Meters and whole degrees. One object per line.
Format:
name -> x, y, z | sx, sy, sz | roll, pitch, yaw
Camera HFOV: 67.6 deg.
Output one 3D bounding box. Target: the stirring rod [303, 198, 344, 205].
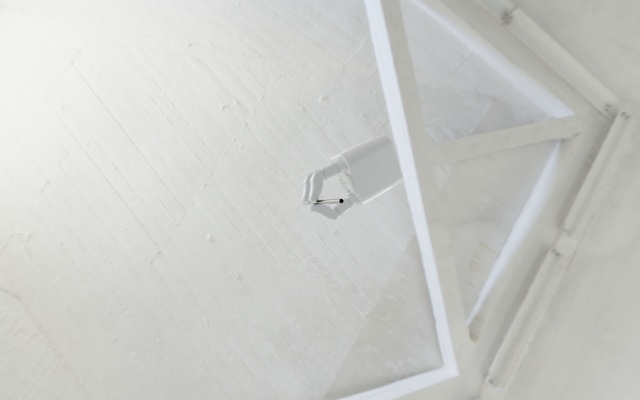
stirring rod -> 0.000, 0.003, 0.874 | 0.011, 0.011, 0.239 | 0, -1, -16
